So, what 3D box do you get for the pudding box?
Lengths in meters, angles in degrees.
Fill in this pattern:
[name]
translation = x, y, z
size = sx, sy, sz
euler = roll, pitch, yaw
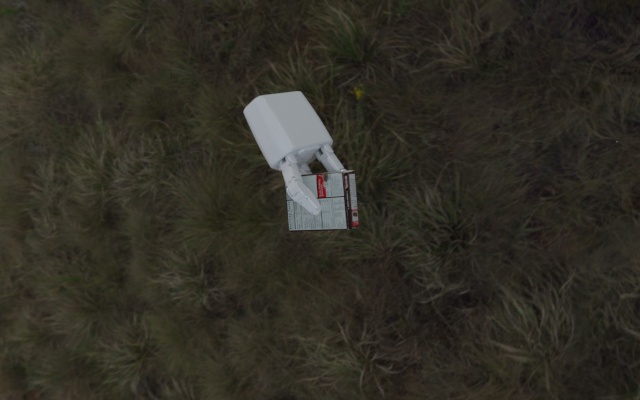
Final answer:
[pudding box]
translation = 0.000, 0.002, 0.742
size = 0.113, 0.090, 0.039
euler = -3, 3, 33
